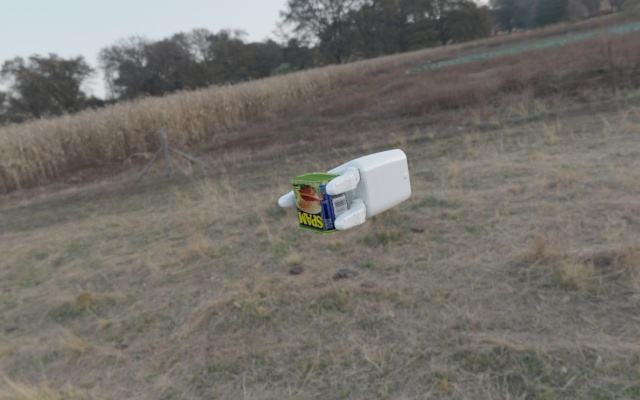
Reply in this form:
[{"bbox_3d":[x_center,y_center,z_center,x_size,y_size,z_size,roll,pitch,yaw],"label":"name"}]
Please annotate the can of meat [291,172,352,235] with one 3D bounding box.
[{"bbox_3d":[0.000,0.002,0.762,0.057,0.084,0.102,-18,15,-31],"label":"can of meat"}]
